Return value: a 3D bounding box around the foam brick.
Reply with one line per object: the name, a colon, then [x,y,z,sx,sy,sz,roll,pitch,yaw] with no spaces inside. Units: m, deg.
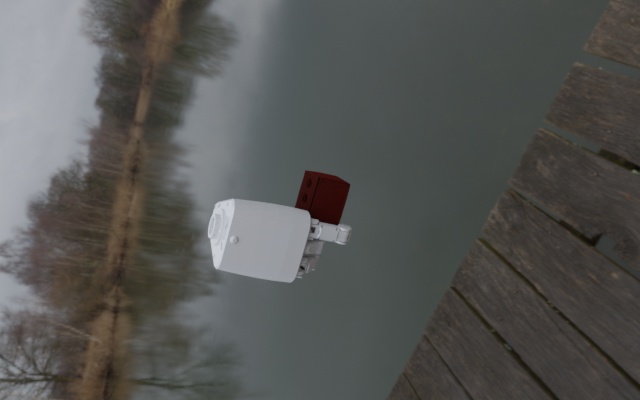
foam brick: [0.000,0.002,0.671,0.051,0.078,0.053,12,9,-24]
